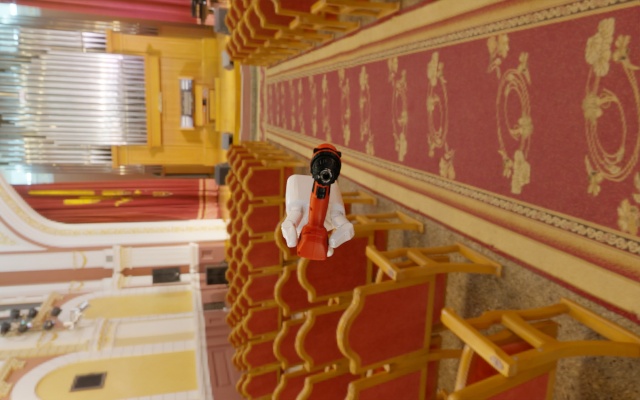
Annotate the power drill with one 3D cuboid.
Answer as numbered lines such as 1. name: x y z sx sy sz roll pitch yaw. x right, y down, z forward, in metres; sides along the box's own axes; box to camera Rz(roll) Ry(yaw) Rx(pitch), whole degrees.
1. power drill: 0.000 0.003 0.819 0.057 0.188 0.184 10 16 0
